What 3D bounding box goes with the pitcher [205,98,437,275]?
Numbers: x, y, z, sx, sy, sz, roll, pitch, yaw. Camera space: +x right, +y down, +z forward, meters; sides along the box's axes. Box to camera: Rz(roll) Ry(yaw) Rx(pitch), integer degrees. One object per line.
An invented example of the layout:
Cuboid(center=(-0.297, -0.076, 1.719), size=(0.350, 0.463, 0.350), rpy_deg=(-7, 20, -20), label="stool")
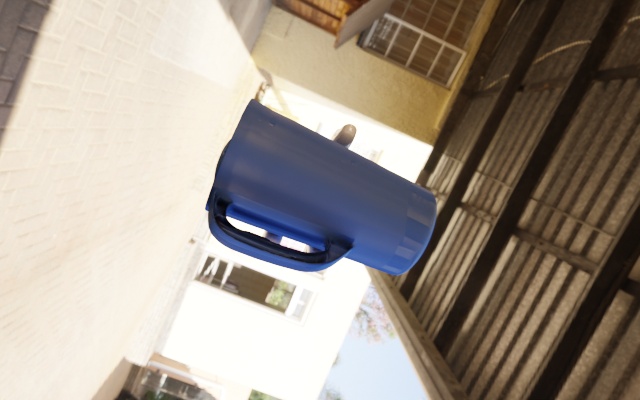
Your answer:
Cuboid(center=(0.000, 0.002, 0.535), size=(0.243, 0.149, 0.145), rpy_deg=(23, 4, -8), label="pitcher")
